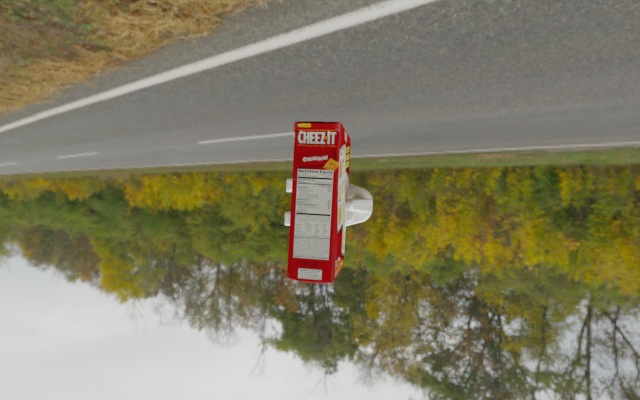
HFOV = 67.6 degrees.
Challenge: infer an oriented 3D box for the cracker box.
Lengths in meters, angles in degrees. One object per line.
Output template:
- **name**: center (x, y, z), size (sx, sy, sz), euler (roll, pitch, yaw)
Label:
- **cracker box**: center (0.000, 0.002, 0.702), size (0.072, 0.213, 0.164), euler (3, 0, 8)
